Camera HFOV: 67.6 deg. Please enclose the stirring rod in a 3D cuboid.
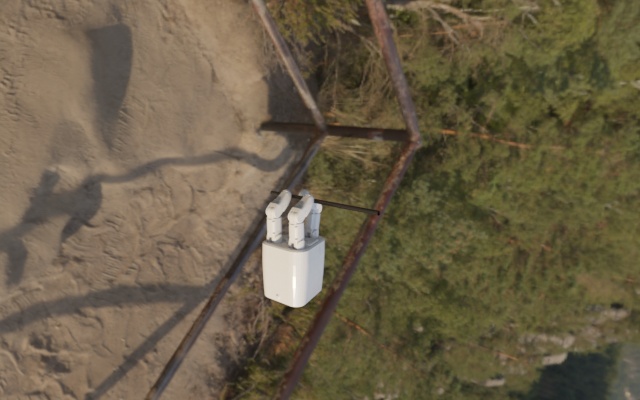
[{"bbox_3d":[0.000,0.003,0.832,0.239,0.011,0.011,11,7,39],"label":"stirring rod"}]
